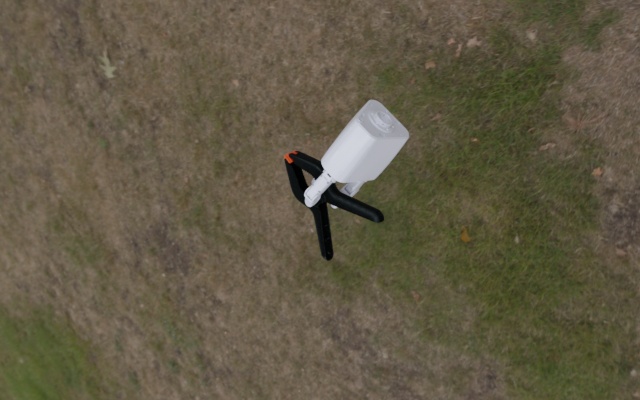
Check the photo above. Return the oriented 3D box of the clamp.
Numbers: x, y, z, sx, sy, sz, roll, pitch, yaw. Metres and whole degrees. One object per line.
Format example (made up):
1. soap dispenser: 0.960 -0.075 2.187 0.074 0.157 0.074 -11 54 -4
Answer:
1. clamp: -0.001 0.003 0.873 0.036 0.210 0.165 -29 -17 -50
